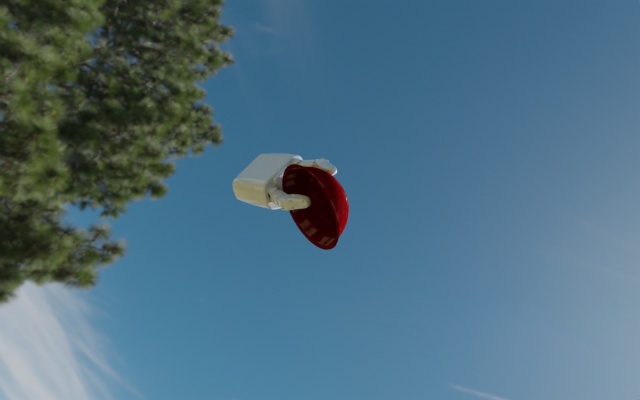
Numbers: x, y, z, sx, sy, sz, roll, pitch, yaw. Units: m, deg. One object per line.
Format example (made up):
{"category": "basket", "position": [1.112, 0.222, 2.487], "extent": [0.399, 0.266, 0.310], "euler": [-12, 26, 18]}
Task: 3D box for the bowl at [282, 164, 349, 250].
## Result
{"category": "bowl", "position": [0.001, 0.003, 0.834], "extent": [0.055, 0.162, 0.162], "euler": [-27, 13, -28]}
